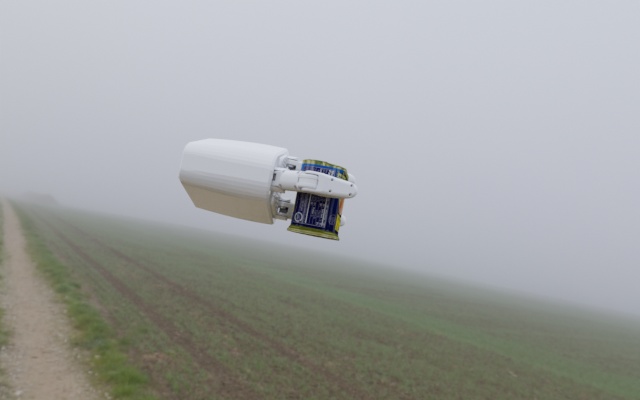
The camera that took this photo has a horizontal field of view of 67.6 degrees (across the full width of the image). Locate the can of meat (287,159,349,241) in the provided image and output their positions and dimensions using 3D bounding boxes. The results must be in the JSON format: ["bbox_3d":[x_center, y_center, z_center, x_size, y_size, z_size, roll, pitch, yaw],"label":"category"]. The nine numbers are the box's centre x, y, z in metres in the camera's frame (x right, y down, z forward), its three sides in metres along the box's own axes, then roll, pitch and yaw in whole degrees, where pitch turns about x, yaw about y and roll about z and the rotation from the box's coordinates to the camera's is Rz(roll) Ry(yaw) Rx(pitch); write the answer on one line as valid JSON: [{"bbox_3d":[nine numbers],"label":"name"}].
[{"bbox_3d":[0.000,0.002,0.574,0.057,0.084,0.102,10,-5,7],"label":"can of meat"}]
